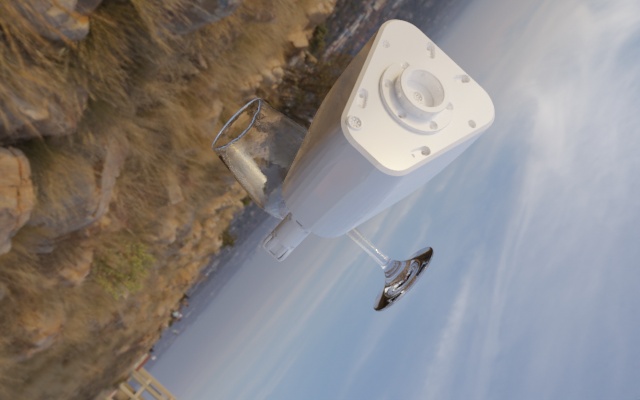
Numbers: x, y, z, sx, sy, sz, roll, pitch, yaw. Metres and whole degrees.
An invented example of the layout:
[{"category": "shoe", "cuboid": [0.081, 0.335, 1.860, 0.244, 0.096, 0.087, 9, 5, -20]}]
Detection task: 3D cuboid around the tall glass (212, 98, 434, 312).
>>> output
[{"category": "tall glass", "cuboid": [0.000, 0.002, 0.416, 0.201, 0.079, 0.079, 43, -1, -1]}]
